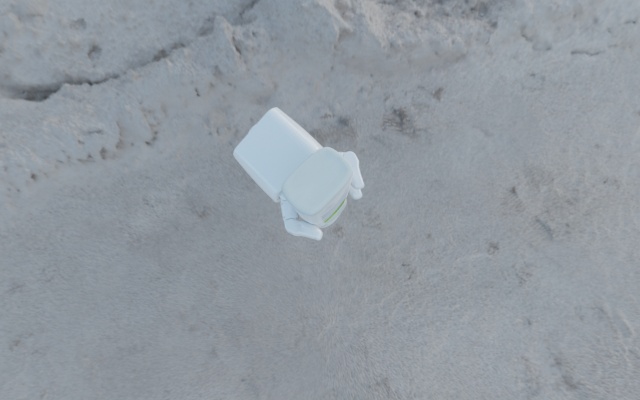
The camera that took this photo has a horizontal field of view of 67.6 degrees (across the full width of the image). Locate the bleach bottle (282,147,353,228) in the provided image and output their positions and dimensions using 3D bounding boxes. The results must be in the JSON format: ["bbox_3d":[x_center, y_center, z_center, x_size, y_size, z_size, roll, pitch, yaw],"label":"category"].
[{"bbox_3d":[0.000,0.002,0.764,0.068,0.102,0.251,44,-10,11],"label":"bleach bottle"}]
